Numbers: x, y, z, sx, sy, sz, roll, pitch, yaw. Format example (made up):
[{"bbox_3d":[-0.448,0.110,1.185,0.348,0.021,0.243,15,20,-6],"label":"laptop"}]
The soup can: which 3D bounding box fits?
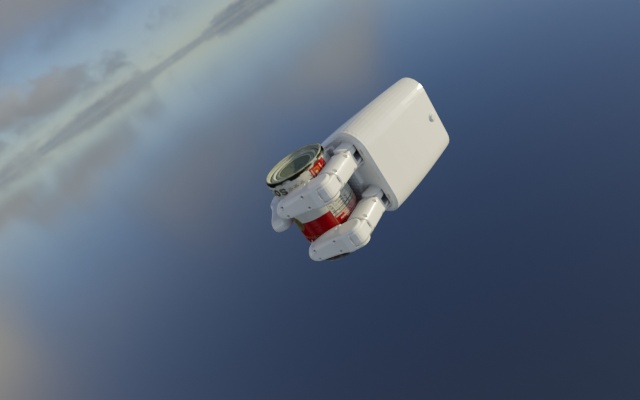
[{"bbox_3d":[0.000,0.002,0.485,0.068,0.102,0.068,-29,24,14],"label":"soup can"}]
